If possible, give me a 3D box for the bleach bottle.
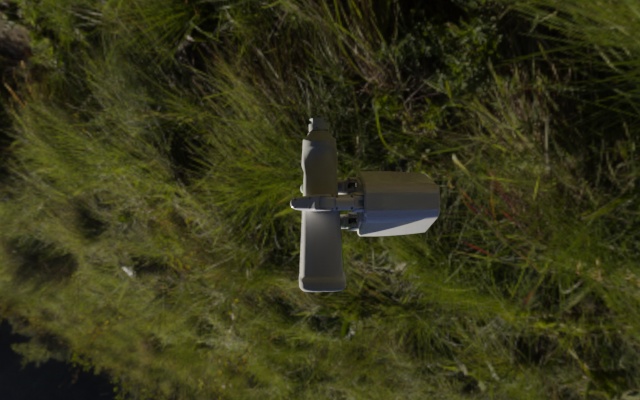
[{"bbox_3d":[0.000,0.002,0.707,0.068,0.251,0.102,-1,-2,-2],"label":"bleach bottle"}]
